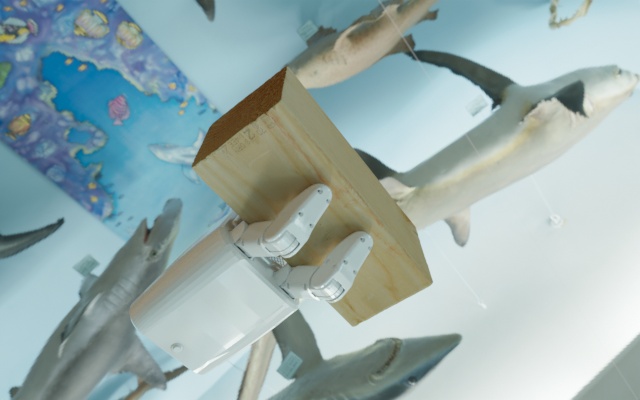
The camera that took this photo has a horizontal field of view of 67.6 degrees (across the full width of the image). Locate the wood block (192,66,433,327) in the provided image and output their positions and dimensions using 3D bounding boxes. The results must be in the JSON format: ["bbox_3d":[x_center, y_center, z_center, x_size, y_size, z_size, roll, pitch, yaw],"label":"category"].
[{"bbox_3d":[0.000,0.002,0.417,0.090,0.206,0.090,-33,26,17],"label":"wood block"}]
